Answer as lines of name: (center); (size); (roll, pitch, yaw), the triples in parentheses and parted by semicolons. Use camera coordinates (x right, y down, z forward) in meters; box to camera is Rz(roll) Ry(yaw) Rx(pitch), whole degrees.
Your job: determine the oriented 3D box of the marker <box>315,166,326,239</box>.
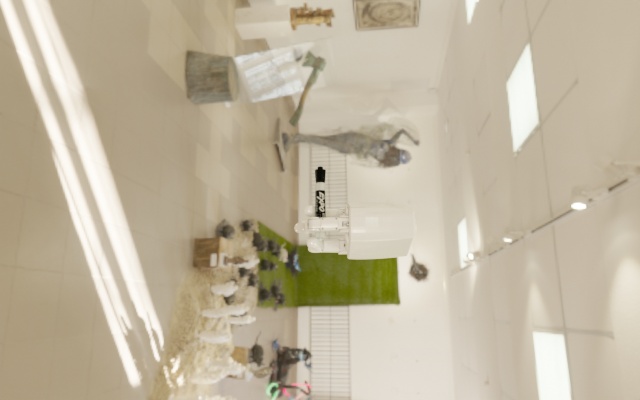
marker: (0.000, 0.003, 0.796); (0.020, 0.121, 0.020); (0, -11, 0)
